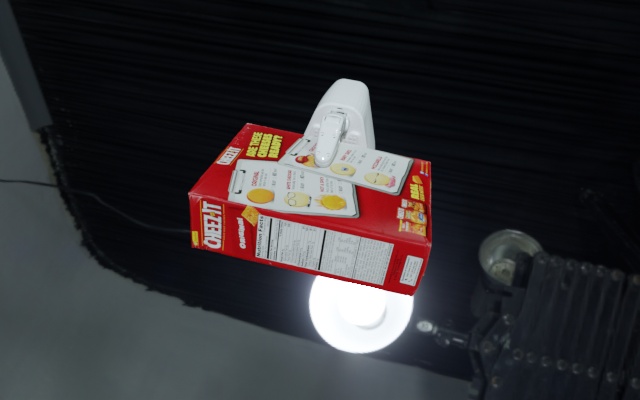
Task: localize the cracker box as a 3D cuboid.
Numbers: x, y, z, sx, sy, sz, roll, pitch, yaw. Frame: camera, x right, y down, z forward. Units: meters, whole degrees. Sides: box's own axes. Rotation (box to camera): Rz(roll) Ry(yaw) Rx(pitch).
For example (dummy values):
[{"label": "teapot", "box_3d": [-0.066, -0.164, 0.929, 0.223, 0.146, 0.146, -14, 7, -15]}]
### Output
[{"label": "cracker box", "box_3d": [0.000, 0.001, 0.484, 0.213, 0.072, 0.164, 12, 32, 5]}]
